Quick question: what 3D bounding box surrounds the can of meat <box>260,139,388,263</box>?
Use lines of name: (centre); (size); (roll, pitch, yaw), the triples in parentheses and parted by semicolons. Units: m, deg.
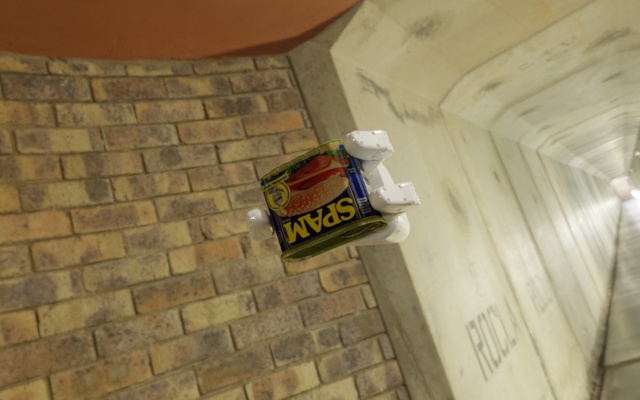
can of meat: (0.000, 0.001, 0.450); (0.102, 0.084, 0.057); (-24, -16, 17)
